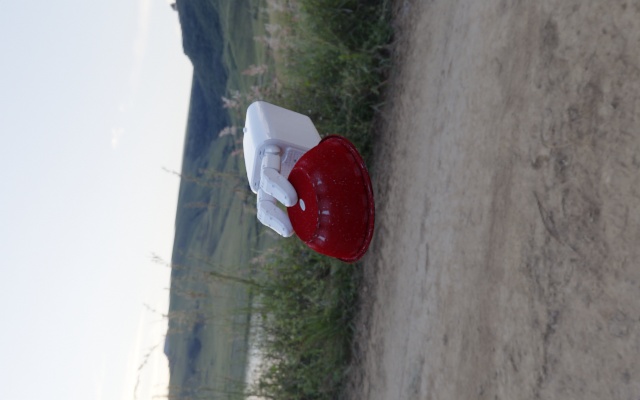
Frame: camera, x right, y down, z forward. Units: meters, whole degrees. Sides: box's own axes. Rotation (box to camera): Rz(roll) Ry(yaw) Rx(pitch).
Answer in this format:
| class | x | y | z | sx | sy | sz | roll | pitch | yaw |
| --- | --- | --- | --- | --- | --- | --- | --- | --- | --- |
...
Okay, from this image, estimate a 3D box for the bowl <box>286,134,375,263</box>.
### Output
| class | x | y | z | sx | sy | sz | roll | pitch | yaw |
| --- | --- | --- | --- | --- | --- | --- | --- | --- | --- |
| bowl | 0.000 | 0.003 | 0.584 | 0.055 | 0.162 | 0.162 | -9 | 4 | -27 |
